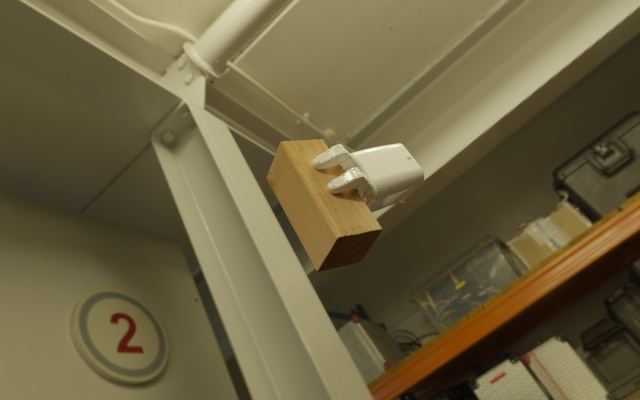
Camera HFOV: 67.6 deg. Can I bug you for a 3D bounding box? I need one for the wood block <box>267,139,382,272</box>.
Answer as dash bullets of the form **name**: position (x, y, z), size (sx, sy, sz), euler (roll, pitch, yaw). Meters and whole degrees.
- **wood block**: position (0.000, 0.003, 0.790), size (0.090, 0.206, 0.091), euler (-8, -38, -33)
